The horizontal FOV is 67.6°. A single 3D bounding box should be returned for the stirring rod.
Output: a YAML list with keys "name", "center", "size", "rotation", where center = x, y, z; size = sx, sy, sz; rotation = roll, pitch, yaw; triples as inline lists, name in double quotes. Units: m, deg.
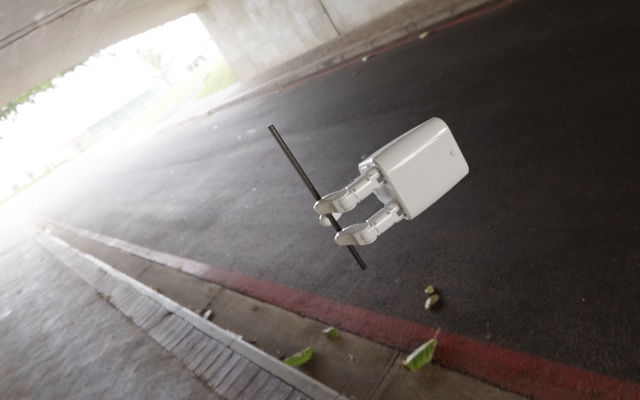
- name: "stirring rod"
  center: [0.000, 0.002, 0.634]
  size: [0.011, 0.240, 0.011]
  rotation: [-29, 21, 12]
